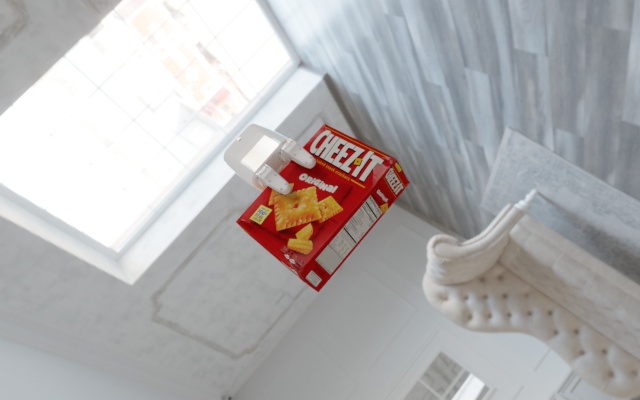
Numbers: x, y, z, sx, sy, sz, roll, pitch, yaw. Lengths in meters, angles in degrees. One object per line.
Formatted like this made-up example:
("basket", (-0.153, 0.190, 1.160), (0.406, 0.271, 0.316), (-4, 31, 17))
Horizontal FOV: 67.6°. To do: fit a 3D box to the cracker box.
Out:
("cracker box", (0.000, 0.003, 0.719), (0.164, 0.213, 0.072), (33, -11, 40))
